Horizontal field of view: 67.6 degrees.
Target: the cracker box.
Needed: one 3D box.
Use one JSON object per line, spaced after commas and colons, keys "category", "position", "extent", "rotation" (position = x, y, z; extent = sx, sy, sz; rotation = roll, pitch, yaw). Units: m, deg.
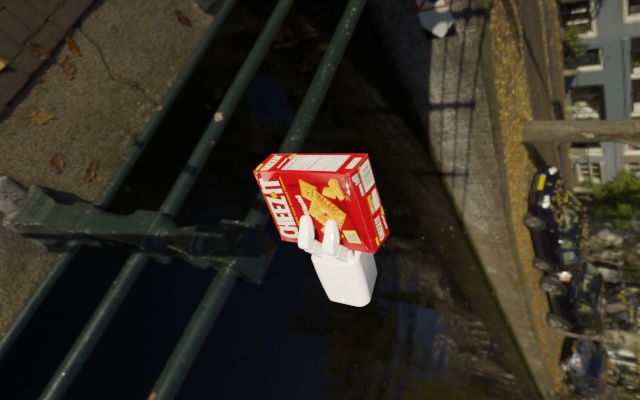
{"category": "cracker box", "position": [0.000, 0.003, 0.855], "extent": [0.213, 0.164, 0.072], "rotation": [4, 36, 36]}
